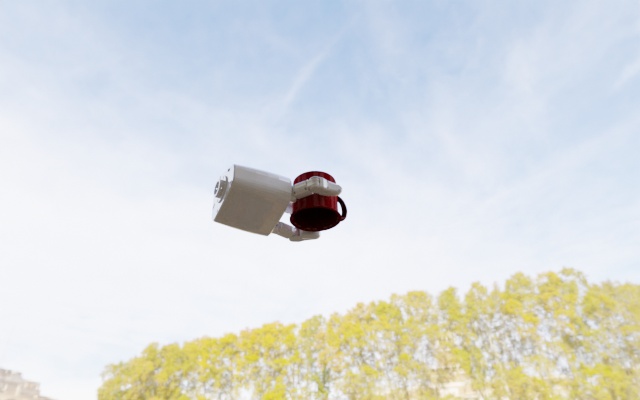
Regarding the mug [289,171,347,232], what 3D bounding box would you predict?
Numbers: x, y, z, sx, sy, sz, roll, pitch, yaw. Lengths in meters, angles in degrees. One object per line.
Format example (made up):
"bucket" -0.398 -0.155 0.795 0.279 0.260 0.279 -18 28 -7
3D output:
"mug" 0.001 0.003 0.872 0.117 0.081 0.093 17 -36 -28
